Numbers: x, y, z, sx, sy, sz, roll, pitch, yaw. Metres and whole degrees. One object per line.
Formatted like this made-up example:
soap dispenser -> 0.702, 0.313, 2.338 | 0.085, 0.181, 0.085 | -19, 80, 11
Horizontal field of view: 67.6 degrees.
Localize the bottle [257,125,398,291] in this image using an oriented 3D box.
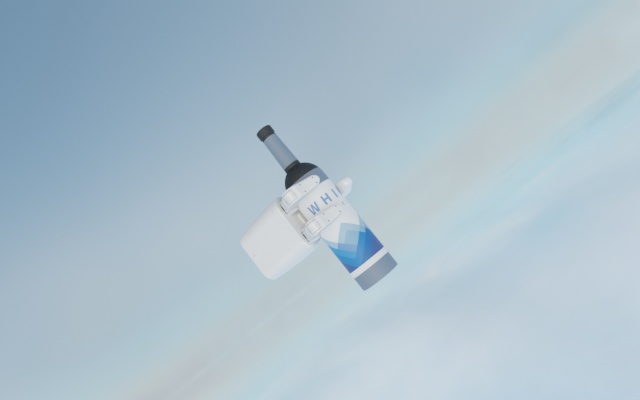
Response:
bottle -> 0.000, 0.003, 0.740 | 0.069, 0.295, 0.069 | -38, -7, -6
